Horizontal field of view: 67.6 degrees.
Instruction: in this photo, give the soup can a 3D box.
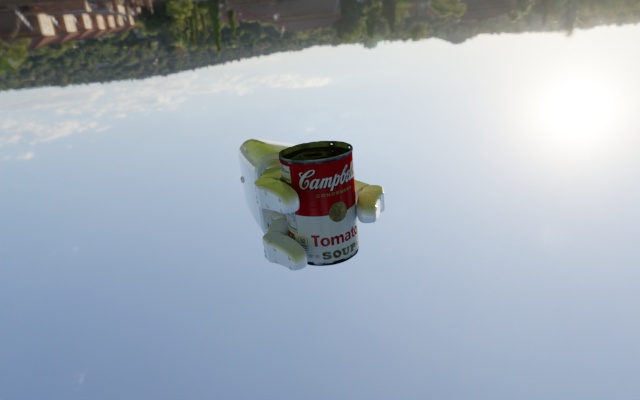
[{"bbox_3d":[0.000,0.002,0.448,0.068,0.102,0.068,-5,20,2],"label":"soup can"}]
